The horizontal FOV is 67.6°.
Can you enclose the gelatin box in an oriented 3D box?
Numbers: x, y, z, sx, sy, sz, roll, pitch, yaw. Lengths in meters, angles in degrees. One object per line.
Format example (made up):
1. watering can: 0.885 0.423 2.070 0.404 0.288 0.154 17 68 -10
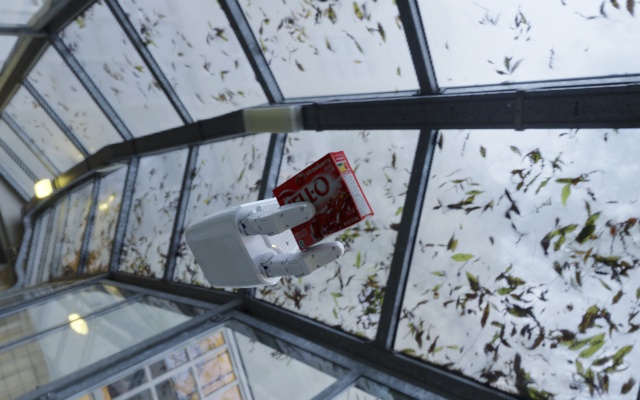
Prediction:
1. gelatin box: 0.001 0.001 0.487 0.089 0.073 0.030 -29 -7 35
